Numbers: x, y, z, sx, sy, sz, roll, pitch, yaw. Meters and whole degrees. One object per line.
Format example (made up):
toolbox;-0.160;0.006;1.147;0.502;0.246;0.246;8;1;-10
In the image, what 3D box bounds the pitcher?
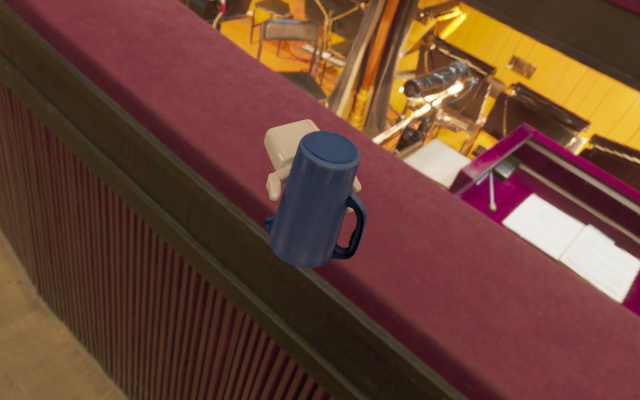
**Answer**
pitcher;0.000;0.003;0.872;0.149;0.243;0.145;-7;45;-27
